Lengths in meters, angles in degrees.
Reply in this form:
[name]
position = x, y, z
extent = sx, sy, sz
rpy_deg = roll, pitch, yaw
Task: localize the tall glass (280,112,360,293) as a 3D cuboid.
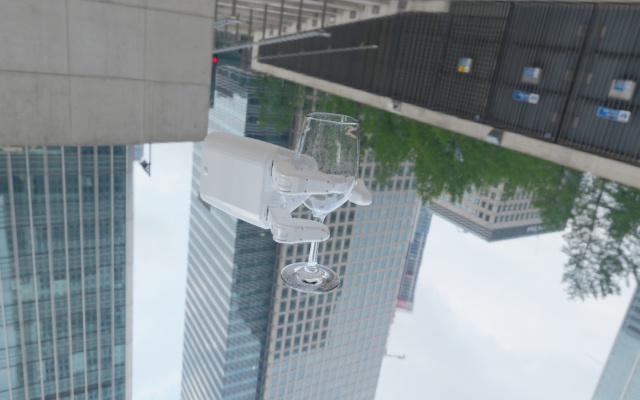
[tall glass]
position = 0.000, 0.002, 0.556
extent = 0.079, 0.201, 0.079
rpy_deg = 7, 19, -3
